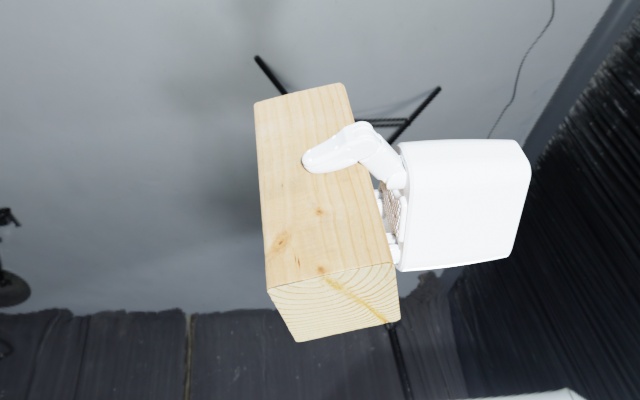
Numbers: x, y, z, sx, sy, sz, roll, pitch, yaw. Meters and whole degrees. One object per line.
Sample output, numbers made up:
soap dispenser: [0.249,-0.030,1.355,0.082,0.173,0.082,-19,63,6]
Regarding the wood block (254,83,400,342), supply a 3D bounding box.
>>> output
wood block: [0.000,0.001,0.419,0.090,0.206,0.091,-13,-41,3]
